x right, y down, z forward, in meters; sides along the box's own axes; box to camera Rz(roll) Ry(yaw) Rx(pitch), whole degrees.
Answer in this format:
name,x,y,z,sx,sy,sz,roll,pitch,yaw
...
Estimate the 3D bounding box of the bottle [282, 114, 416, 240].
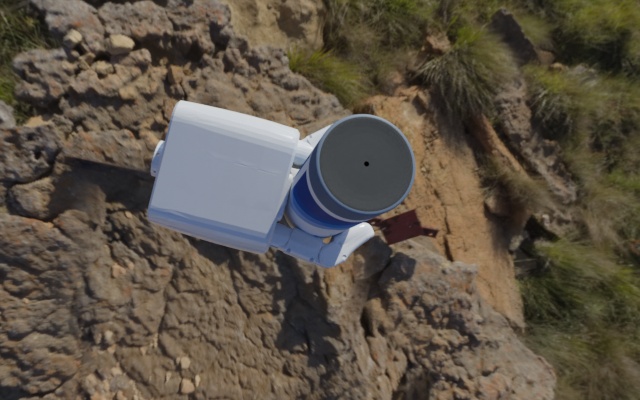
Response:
name,x,y,z,sx,sy,sz,roll,pitch,yaw
bottle,0.000,0.001,0.444,0.069,0.069,0.296,0,-10,-12
